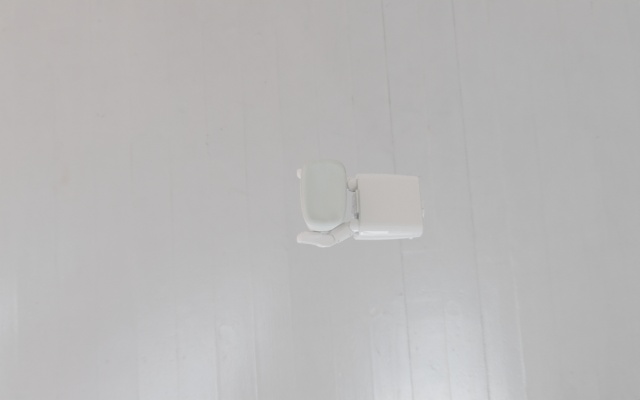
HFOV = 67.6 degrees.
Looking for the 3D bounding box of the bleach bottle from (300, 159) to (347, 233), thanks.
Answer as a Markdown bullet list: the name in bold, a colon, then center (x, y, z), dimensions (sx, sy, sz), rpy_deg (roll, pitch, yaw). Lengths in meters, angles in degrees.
- **bleach bottle**: center (0.000, 0.003, 0.808), dimensions (0.068, 0.102, 0.251), rpy_deg (0, -6, -2)
